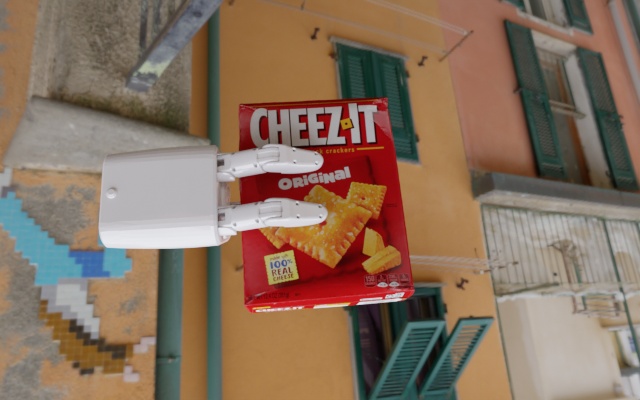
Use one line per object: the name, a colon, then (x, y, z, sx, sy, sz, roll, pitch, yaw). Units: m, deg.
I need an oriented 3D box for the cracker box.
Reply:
cracker box: (0.000, 0.002, 0.500, 0.164, 0.213, 0.072, -3, -18, -4)
